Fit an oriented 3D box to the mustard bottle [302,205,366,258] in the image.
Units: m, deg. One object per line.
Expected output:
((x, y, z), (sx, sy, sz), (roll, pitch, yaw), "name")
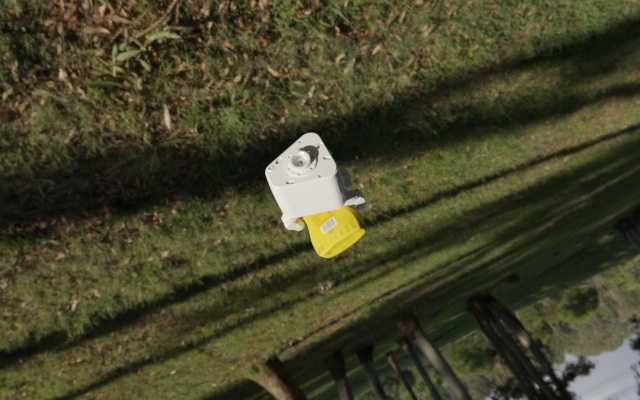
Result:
((0.000, 0.003, 0.880), (0.096, 0.191, 0.058), (-38, -29, 17), "mustard bottle")
